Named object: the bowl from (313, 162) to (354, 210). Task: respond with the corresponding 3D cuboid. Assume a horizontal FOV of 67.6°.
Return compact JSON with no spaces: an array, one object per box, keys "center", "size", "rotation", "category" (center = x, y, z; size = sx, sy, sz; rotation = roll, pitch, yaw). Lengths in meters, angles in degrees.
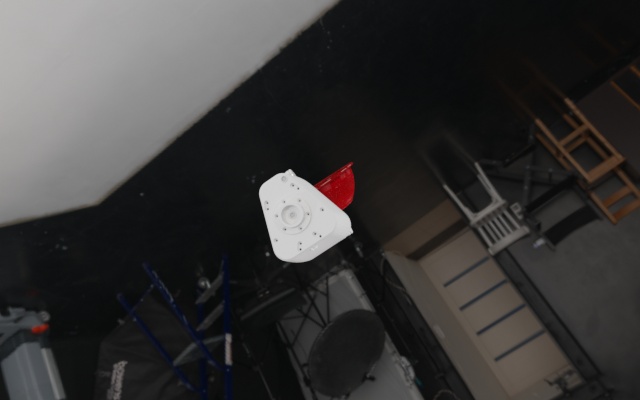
[{"center":[0.001,0.003,0.800],"size":[0.162,0.055,0.162],"rotation":[-34,4,3],"category":"bowl"}]
